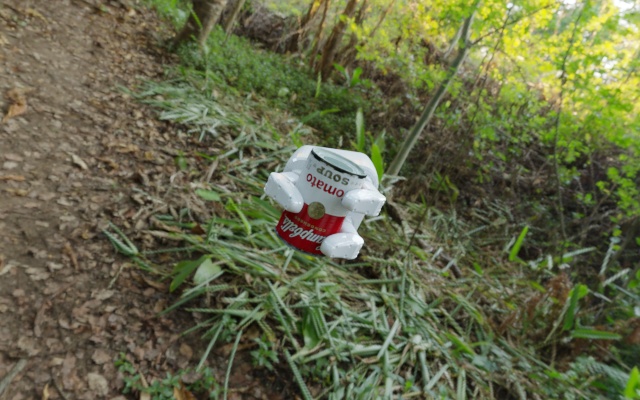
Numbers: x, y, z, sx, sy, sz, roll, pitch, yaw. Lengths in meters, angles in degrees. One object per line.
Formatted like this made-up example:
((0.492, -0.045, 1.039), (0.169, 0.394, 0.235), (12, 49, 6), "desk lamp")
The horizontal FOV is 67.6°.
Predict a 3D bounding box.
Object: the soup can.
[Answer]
((0.000, 0.002, 0.522), (0.068, 0.102, 0.068), (23, 17, -7), "soup can")
